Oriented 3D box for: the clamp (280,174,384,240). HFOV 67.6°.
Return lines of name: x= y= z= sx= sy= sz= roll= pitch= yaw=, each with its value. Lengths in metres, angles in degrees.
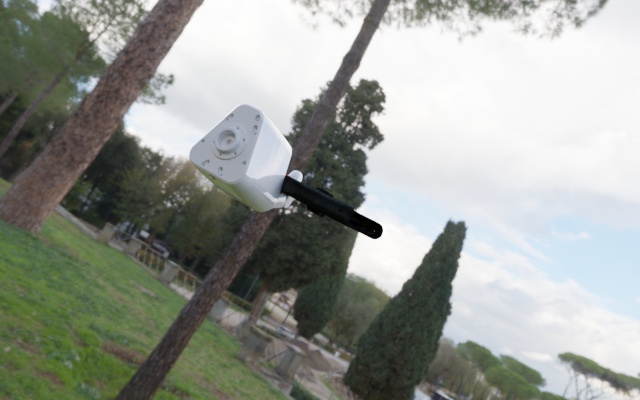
clamp: x=0.000 y=0.002 z=0.660 sx=0.171 sy=0.039 sz=0.120 roll=24 pitch=-9 yaw=23
